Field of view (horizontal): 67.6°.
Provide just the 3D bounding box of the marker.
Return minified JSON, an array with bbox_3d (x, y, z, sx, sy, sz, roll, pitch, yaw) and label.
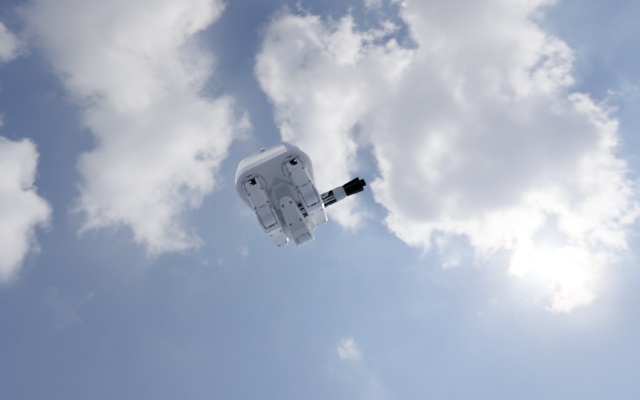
[{"bbox_3d":[0.000,0.002,0.589,0.121,0.020,0.020,-25,1,-3],"label":"marker"}]
